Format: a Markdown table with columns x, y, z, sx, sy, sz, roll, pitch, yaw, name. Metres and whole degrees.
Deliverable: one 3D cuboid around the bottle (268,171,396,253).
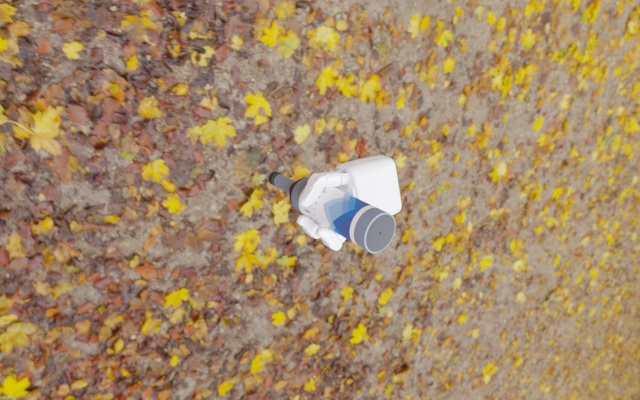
| x | y | z | sx | sy | sz | roll | pitch | yaw | name |
| --- | --- | --- | --- | --- | --- | --- | --- | --- | --- |
| 0.000 | 0.003 | 0.829 | 0.069 | 0.069 | 0.295 | 0 | 19 | -41 | bottle |
